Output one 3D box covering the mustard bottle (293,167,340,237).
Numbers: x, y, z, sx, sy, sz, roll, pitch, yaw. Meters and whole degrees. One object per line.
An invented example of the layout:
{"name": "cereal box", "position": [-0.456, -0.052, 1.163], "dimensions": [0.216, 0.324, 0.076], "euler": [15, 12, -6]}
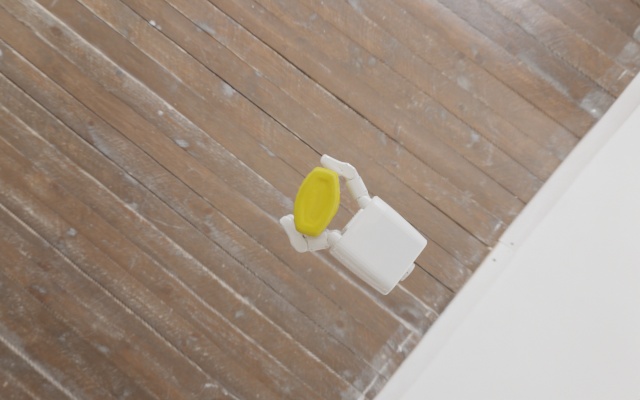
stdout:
{"name": "mustard bottle", "position": [0.000, 0.002, 0.746], "dimensions": [0.058, 0.096, 0.191], "euler": [16, 1, 4]}
